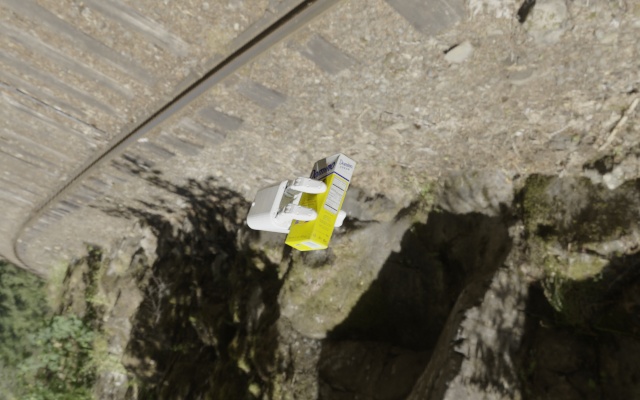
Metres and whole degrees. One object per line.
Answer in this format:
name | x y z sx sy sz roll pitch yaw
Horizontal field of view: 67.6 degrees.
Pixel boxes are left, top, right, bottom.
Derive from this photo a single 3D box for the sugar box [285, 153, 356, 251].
sugar box | 0.000 0.003 0.882 0.048 0.176 0.093 27 -21 -28
